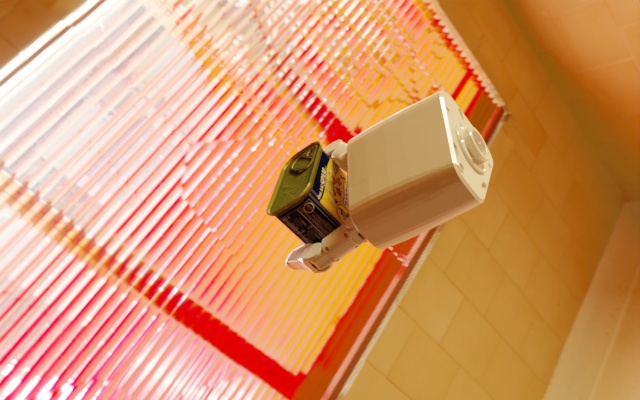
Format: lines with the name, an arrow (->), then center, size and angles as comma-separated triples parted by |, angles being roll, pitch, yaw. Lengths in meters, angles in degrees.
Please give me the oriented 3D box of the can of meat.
can of meat -> 0.000, 0.002, 0.497 | 0.057, 0.084, 0.102 | -31, 27, 30
